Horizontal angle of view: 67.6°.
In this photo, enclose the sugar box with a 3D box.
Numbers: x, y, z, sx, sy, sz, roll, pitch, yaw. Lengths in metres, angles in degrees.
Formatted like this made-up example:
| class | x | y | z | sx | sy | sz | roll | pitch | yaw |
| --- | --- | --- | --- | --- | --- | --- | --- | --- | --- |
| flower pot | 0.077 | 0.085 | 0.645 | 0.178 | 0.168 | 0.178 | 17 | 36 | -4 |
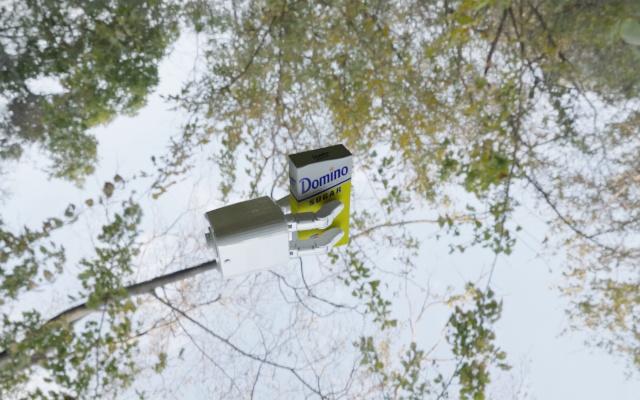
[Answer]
| class | x | y | z | sx | sy | sz | roll | pitch | yaw |
| --- | --- | --- | --- | --- | --- | --- | --- | --- | --- |
| sugar box | 0.000 | 0.003 | 0.762 | 0.093 | 0.176 | 0.048 | -15 | 40 | -19 |
